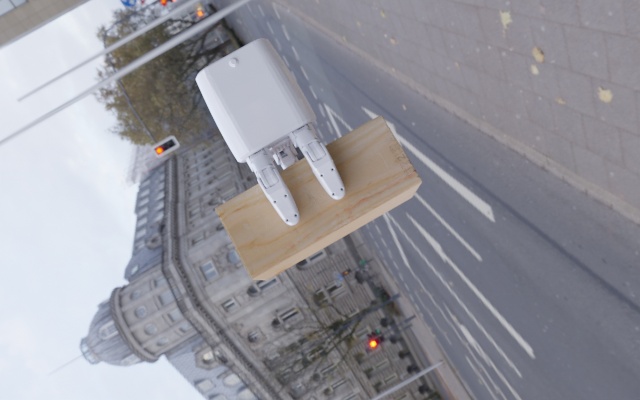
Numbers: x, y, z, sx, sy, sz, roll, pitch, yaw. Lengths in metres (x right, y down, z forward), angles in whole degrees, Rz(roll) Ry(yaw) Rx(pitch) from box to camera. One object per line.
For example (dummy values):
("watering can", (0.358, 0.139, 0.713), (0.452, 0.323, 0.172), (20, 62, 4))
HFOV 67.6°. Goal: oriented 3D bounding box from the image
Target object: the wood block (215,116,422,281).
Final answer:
("wood block", (0.000, 0.002, 0.548), (0.206, 0.090, 0.091), (-30, -10, -1))
